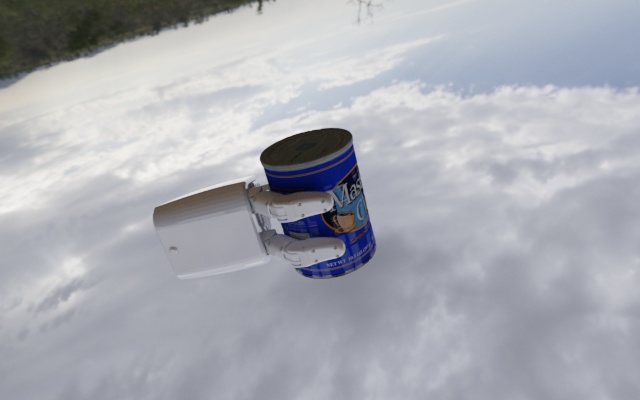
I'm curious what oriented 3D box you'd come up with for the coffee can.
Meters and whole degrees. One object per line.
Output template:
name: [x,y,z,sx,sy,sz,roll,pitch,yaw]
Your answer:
coffee can: [0.000,0.002,0.540,0.103,0.140,0.102,-12,25,6]
